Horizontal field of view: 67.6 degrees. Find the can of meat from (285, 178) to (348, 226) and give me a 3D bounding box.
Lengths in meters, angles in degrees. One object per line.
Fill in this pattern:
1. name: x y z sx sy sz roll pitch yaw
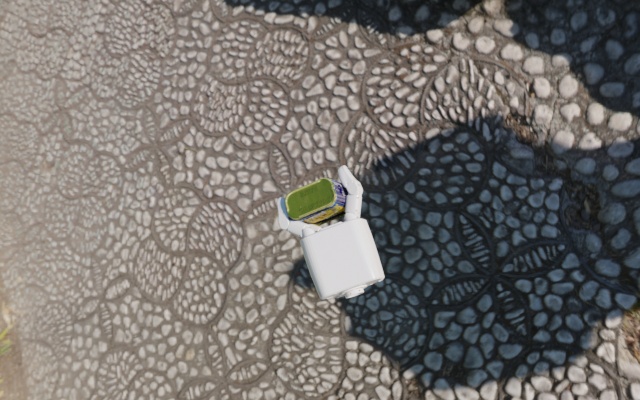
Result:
1. can of meat: 0.000 0.003 0.834 0.102 0.057 0.084 -23 -17 23
